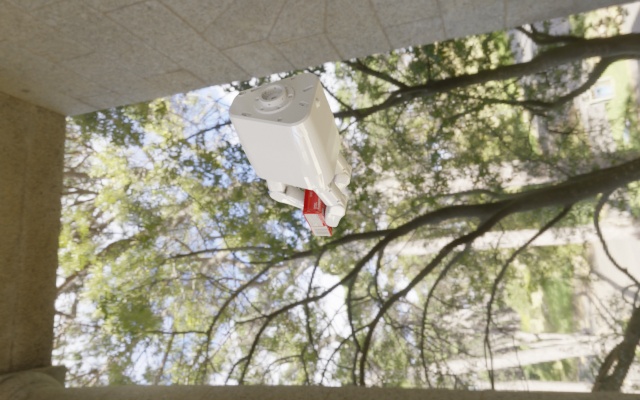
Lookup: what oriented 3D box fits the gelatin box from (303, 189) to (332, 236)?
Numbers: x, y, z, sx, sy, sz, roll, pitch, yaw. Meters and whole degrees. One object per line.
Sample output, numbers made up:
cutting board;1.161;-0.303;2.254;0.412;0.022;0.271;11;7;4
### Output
gelatin box;0.000;0.002;0.691;0.030;0.073;0.089;1;-25;12
